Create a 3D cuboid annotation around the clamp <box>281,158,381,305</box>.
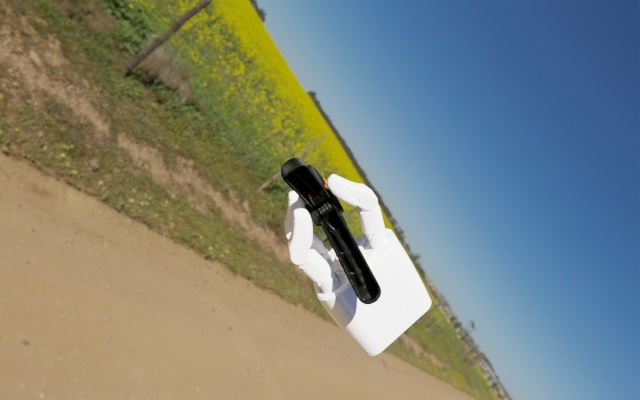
[{"bbox_3d":[0.001,0.001,0.531,0.036,0.165,0.210,-29,23,3],"label":"clamp"}]
